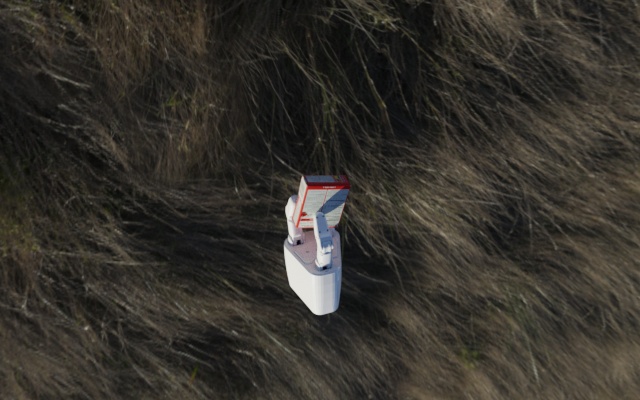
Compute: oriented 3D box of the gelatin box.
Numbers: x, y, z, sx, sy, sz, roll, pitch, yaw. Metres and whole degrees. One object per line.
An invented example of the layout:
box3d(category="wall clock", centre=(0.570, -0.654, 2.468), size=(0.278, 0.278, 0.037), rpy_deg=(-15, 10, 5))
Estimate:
box3d(category="gelatin box", centre=(0.000, 0.002, 0.751), size=(0.073, 0.089, 0.030), rpy_deg=(-1, 39, -22))
